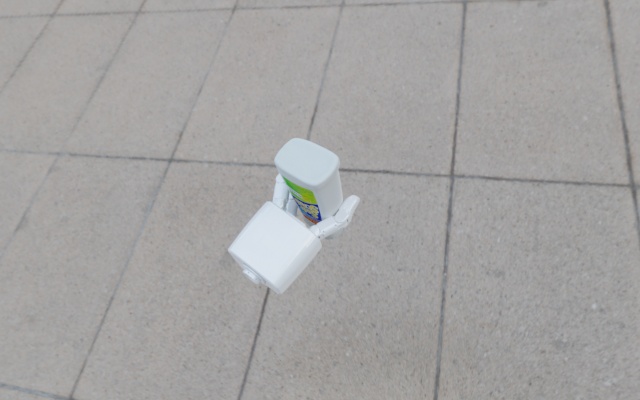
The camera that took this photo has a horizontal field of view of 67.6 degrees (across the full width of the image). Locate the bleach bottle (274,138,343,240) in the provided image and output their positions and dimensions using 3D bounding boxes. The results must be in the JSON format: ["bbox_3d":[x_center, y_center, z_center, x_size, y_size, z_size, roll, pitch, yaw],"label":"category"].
[{"bbox_3d":[0.000,0.003,0.817,0.102,0.068,0.251,29,-21,27],"label":"bleach bottle"}]
